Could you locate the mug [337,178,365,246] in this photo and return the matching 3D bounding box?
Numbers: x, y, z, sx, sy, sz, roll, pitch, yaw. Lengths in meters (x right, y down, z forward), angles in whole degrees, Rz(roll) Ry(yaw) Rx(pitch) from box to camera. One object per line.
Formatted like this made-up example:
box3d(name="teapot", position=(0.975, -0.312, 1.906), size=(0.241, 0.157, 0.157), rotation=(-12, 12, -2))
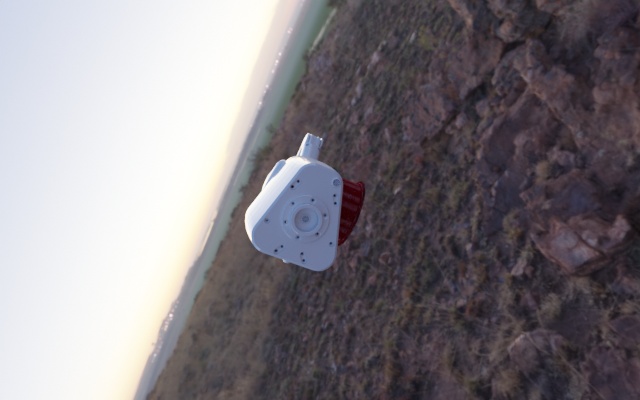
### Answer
box3d(name="mug", position=(0.000, 0.002, 0.646), size=(0.081, 0.093, 0.117), rotation=(22, 2, -12))
